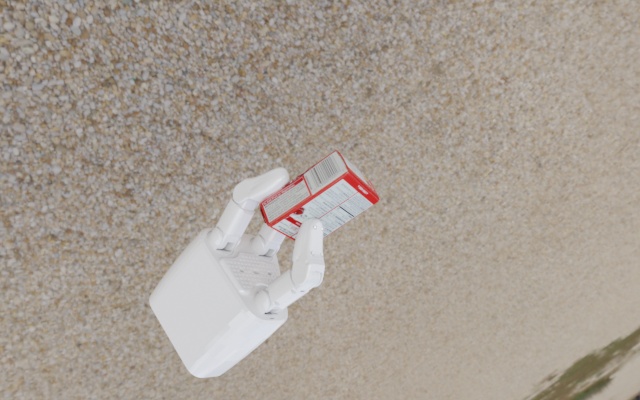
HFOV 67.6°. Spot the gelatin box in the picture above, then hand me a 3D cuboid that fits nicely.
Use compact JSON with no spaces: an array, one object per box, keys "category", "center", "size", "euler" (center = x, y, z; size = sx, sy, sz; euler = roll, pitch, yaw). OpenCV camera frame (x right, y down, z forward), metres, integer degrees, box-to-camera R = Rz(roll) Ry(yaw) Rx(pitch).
[{"category":"gelatin box","center":[0.001,0.002,0.438],"size":[0.089,0.030,0.073],"euler":[-34,-33,14]}]
